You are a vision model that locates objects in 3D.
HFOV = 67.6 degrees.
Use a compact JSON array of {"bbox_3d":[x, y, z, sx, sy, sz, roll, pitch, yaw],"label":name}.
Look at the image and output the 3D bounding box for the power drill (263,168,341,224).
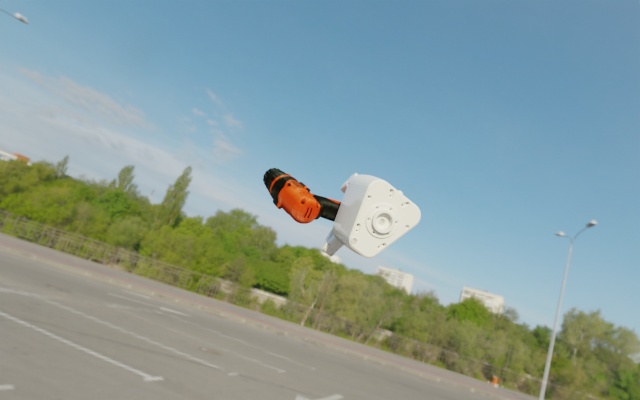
[{"bbox_3d":[0.001,0.003,0.843,0.188,0.057,0.184,14,17,-29],"label":"power drill"}]
